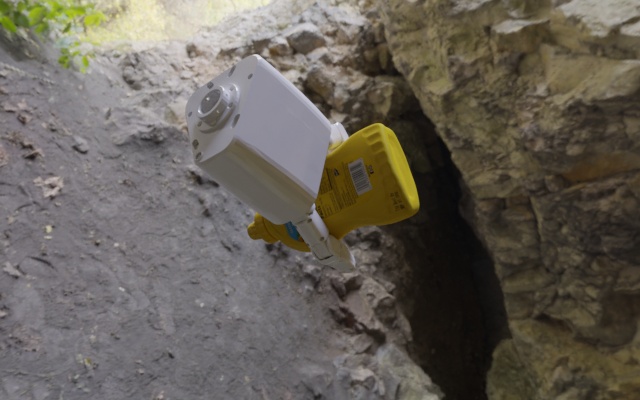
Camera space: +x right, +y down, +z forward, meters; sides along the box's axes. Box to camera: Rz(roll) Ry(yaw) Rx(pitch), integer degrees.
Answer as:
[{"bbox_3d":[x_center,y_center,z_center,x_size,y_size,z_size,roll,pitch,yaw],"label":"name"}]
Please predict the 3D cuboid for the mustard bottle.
[{"bbox_3d":[0.000,0.002,0.501,0.192,0.096,0.058,-24,-15,25],"label":"mustard bottle"}]
